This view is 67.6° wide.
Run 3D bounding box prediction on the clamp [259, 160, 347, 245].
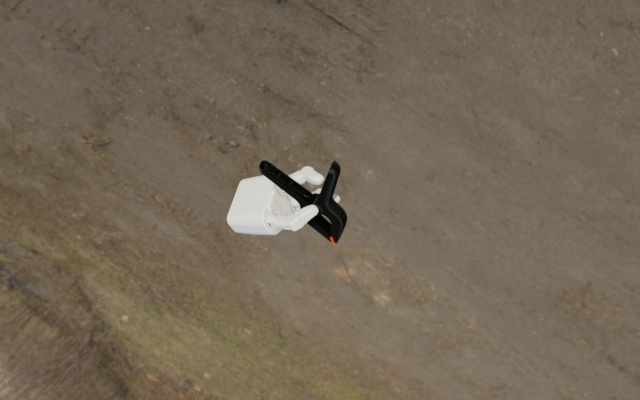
[{"bbox_3d":[0.000,0.004,0.862,0.164,0.036,0.210,-2,-45,39],"label":"clamp"}]
